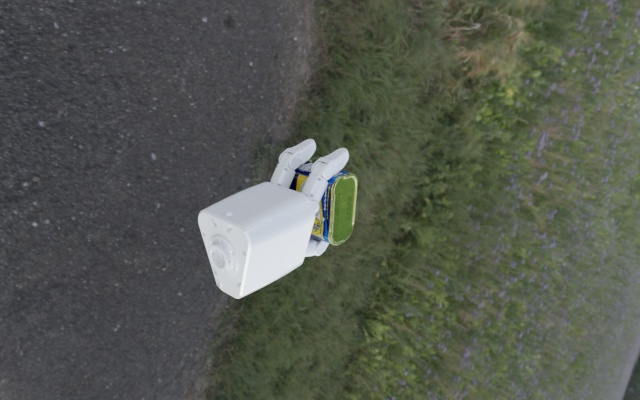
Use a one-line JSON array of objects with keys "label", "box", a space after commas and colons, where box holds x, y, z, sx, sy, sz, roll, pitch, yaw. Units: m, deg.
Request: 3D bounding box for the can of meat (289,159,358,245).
[{"label": "can of meat", "box": [0.000, 0.002, 0.648, 0.084, 0.102, 0.057, 19, 26, 36]}]
